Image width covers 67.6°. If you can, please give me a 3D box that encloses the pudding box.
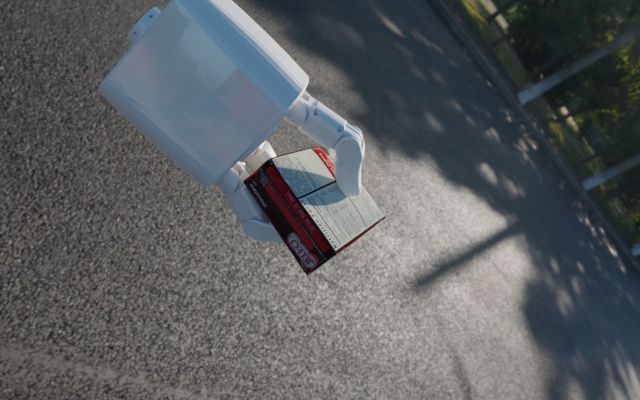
[{"bbox_3d":[0.000,0.001,0.404,0.039,0.090,0.113,-37,-6,32],"label":"pudding box"}]
